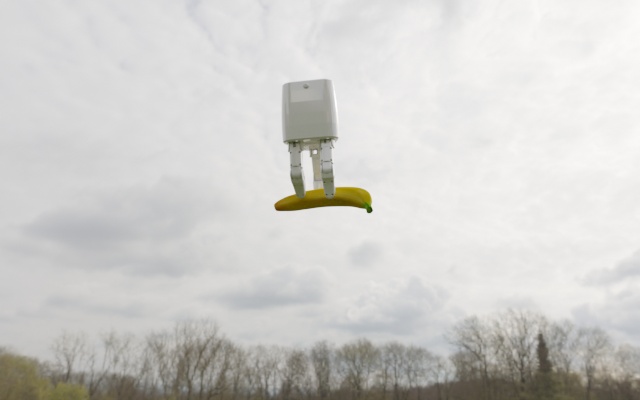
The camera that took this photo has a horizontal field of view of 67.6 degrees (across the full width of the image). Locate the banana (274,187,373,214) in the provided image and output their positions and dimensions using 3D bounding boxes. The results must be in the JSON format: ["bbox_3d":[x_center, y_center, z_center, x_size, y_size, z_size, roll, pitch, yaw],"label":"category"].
[{"bbox_3d":[0.012,-0.002,0.849,0.198,0.037,0.069,-1,14,30],"label":"banana"}]
